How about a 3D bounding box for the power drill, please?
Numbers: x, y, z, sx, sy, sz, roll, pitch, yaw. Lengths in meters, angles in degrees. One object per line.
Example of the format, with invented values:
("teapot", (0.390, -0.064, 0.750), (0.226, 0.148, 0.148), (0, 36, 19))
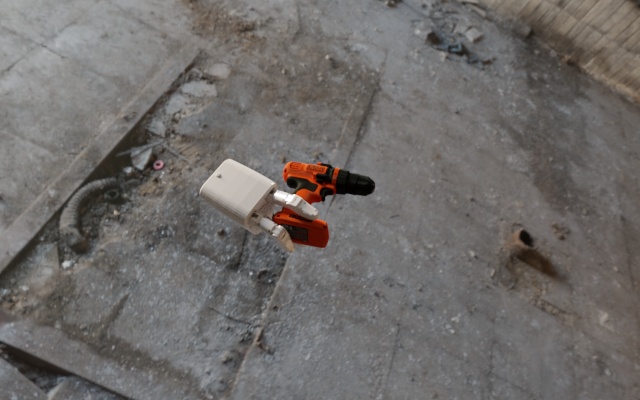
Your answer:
("power drill", (0.000, 0.003, 0.895), (0.184, 0.057, 0.187), (9, 41, 11))
